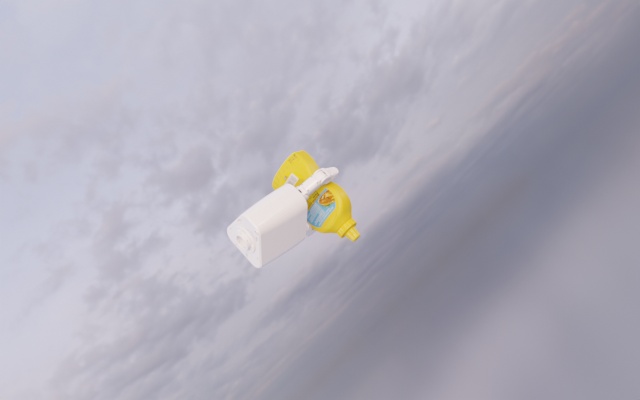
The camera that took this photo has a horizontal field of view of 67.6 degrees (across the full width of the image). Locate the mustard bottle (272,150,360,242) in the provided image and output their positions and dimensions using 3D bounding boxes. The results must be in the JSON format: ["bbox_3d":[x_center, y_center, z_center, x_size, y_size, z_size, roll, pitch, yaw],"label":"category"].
[{"bbox_3d":[0.000,0.003,0.882,0.191,0.096,0.058,45,30,15],"label":"mustard bottle"}]
